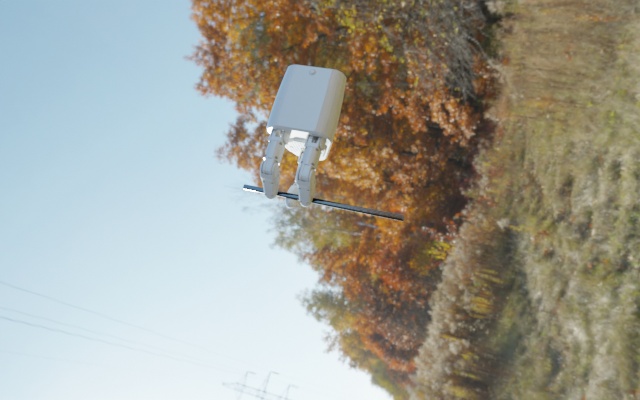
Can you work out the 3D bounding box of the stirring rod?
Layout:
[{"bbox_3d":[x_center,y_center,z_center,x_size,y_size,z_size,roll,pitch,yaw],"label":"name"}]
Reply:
[{"bbox_3d":[0.000,0.002,0.685,0.239,0.011,0.011,11,3,14],"label":"stirring rod"}]
